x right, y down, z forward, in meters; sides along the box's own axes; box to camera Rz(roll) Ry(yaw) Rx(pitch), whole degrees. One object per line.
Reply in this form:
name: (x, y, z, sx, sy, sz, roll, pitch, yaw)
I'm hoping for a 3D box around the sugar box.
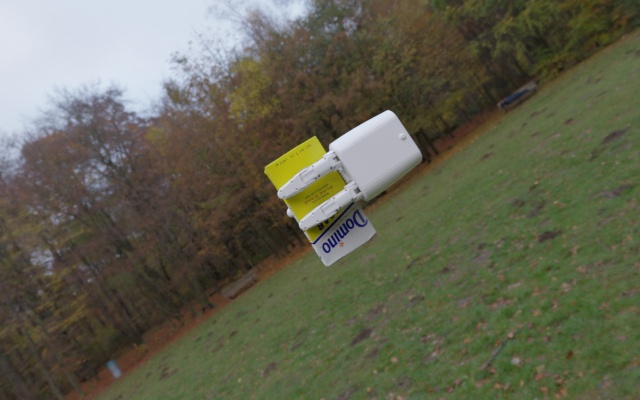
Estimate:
sugar box: (0.000, 0.002, 0.724, 0.093, 0.176, 0.048, -34, -1, -7)
